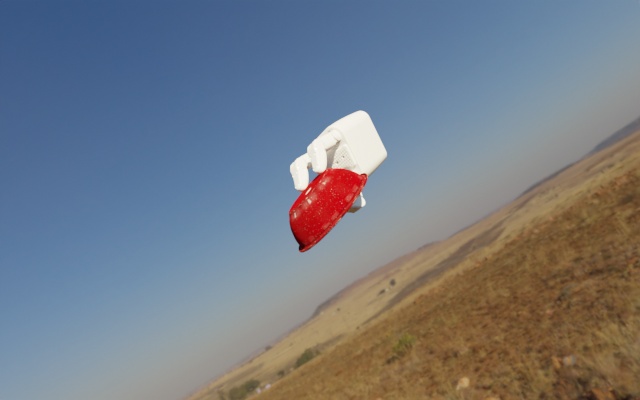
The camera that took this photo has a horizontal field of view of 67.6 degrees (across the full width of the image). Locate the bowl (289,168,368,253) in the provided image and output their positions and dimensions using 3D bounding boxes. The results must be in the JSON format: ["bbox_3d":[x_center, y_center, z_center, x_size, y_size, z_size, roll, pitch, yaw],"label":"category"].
[{"bbox_3d":[0.000,0.003,0.746,0.055,0.162,0.162,40,-8,-9],"label":"bowl"}]
